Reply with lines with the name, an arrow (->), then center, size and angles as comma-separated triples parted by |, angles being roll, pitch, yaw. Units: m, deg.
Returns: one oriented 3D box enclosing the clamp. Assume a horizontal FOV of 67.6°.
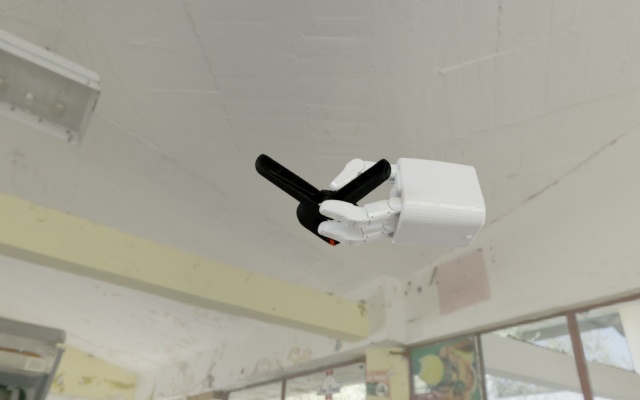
clamp -> 0.000, 0.002, 0.647 | 0.164, 0.036, 0.210 | 7, -30, 3
